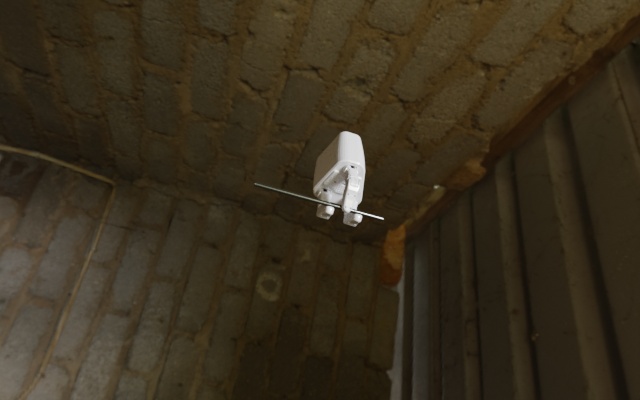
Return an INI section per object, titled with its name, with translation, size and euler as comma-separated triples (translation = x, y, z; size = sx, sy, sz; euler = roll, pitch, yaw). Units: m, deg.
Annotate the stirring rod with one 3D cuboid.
[stirring rod]
translation = 0.000, 0.003, 0.847
size = 0.239, 0.011, 0.011
euler = 15, -3, -11
